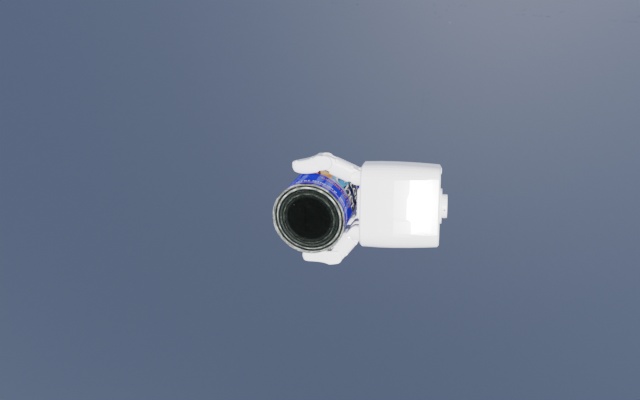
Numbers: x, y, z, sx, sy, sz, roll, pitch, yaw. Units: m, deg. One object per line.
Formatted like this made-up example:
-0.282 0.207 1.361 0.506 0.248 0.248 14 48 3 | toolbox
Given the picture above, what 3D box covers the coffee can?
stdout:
0.000 0.002 0.709 0.103 0.103 0.140 0 20 15 | coffee can
